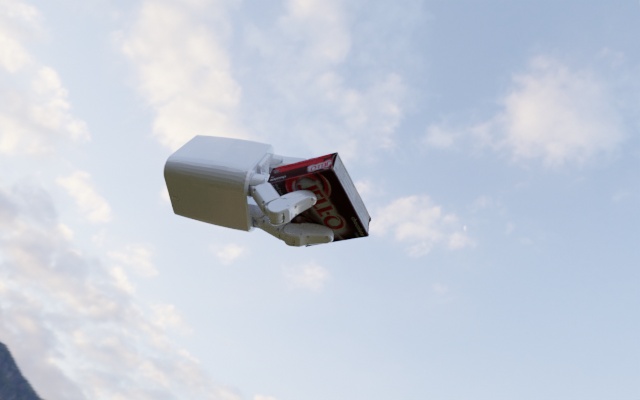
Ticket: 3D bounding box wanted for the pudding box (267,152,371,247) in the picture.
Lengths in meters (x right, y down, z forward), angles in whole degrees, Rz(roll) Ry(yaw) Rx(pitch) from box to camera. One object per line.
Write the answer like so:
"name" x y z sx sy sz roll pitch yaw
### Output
"pudding box" 0.000 0.002 0.580 0.090 0.039 0.114 -11 -50 27
